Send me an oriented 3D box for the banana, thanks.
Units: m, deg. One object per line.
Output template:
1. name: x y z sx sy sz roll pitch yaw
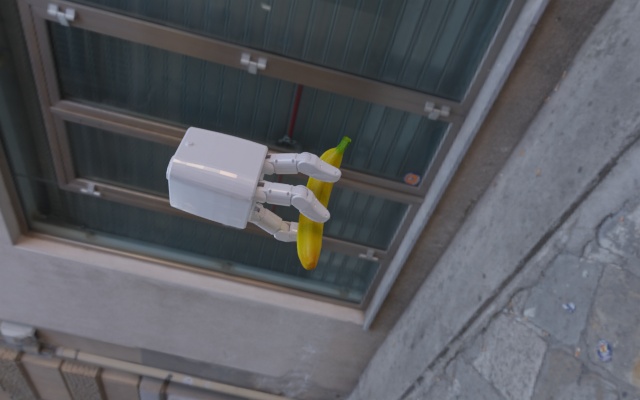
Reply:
1. banana: -0.004 0.005 0.661 0.037 0.197 0.070 19 -22 -10
